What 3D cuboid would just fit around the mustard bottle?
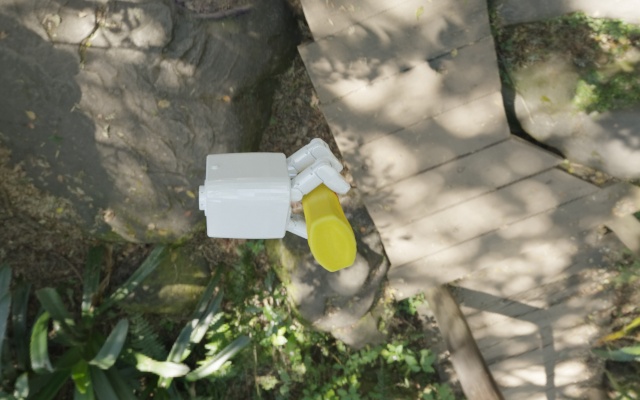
[{"bbox_3d":[0.000,0.002,0.669,0.058,0.096,0.191,-21,37,3],"label":"mustard bottle"}]
